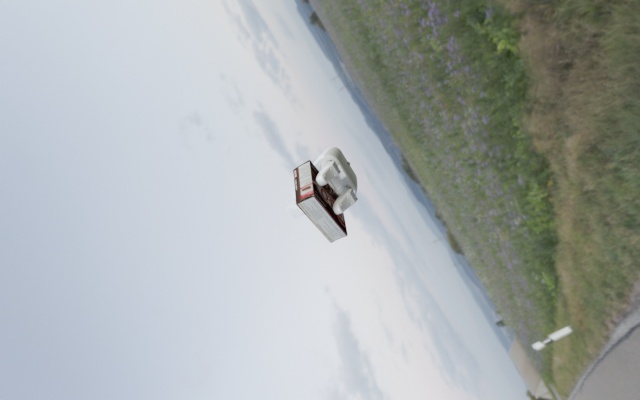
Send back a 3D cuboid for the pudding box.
[{"bbox_3d":[0.000,0.003,0.792,0.039,0.090,0.113,-29,-51,17],"label":"pudding box"}]
